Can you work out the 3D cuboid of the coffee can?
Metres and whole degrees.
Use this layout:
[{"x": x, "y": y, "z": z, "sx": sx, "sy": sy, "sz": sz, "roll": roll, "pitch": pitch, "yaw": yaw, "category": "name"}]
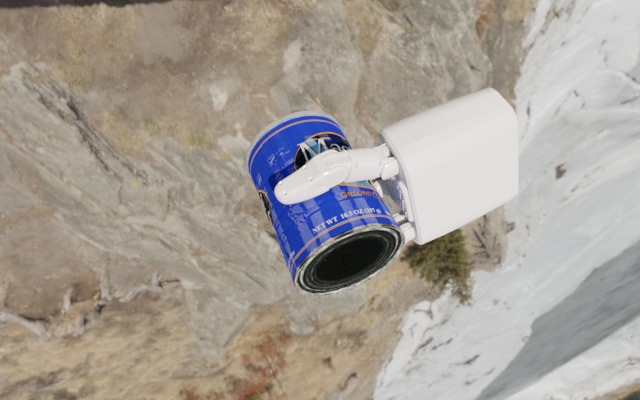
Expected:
[{"x": 0.000, "y": 0.001, "z": 0.441, "sx": 0.103, "sy": 0.140, "sz": 0.103, "roll": -18, "pitch": -34, "yaw": -13, "category": "coffee can"}]
